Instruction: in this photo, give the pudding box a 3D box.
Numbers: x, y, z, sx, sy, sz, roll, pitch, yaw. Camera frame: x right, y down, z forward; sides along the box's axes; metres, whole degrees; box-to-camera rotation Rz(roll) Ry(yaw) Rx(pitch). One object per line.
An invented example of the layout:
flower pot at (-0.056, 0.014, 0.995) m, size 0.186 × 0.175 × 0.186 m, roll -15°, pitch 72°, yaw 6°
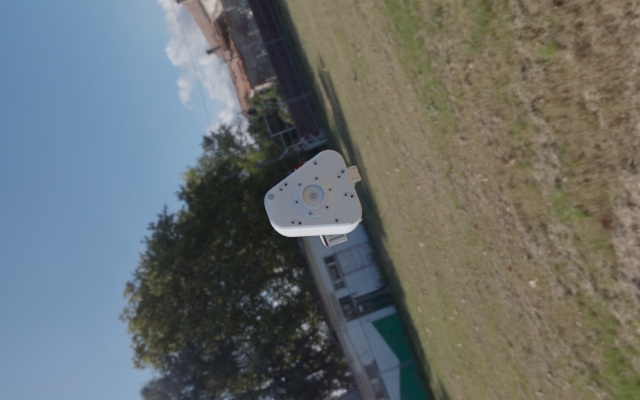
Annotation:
pudding box at (0.000, 0.002, 0.723) m, size 0.039 × 0.113 × 0.090 m, roll -20°, pitch 22°, yaw -3°
